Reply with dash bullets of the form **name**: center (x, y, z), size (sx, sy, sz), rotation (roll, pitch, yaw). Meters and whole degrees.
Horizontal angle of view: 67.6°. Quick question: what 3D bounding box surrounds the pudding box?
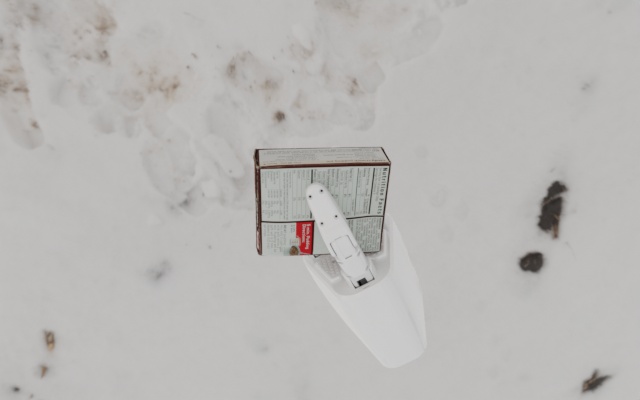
- **pudding box**: center (0.000, 0.001, 0.411), size (0.113, 0.090, 0.039), rotation (-2, 29, -10)
